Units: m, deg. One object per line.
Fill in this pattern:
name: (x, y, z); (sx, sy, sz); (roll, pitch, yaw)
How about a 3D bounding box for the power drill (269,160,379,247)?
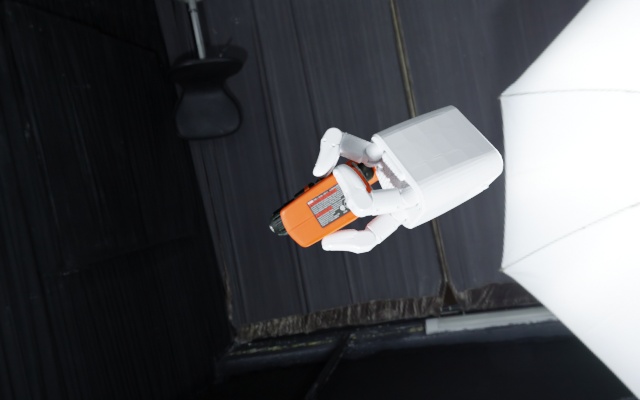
power drill: (0.000, 0.002, 0.620); (0.184, 0.057, 0.187); (-34, 6, 8)
